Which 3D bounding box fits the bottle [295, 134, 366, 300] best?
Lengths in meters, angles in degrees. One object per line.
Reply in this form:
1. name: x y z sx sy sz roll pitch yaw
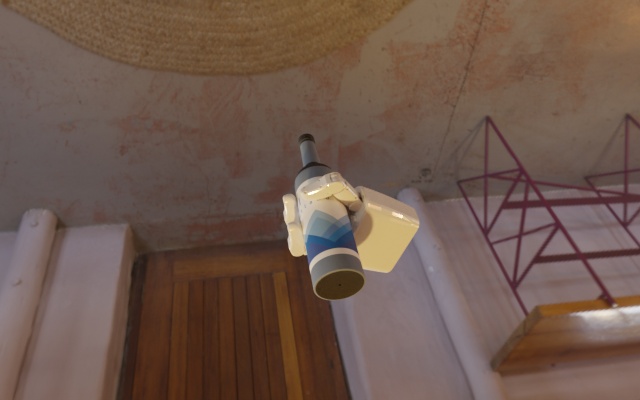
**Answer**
1. bottle: 0.000 0.002 0.694 0.069 0.295 0.069 -7 -44 -7
